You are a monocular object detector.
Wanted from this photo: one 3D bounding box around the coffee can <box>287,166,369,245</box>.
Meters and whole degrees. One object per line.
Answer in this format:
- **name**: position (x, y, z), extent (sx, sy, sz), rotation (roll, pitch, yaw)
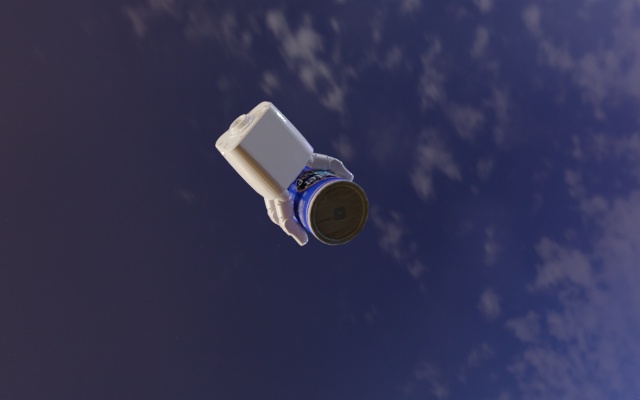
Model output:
- **coffee can**: position (0.000, 0.003, 0.787), extent (0.103, 0.103, 0.140), rotation (0, 14, -26)
